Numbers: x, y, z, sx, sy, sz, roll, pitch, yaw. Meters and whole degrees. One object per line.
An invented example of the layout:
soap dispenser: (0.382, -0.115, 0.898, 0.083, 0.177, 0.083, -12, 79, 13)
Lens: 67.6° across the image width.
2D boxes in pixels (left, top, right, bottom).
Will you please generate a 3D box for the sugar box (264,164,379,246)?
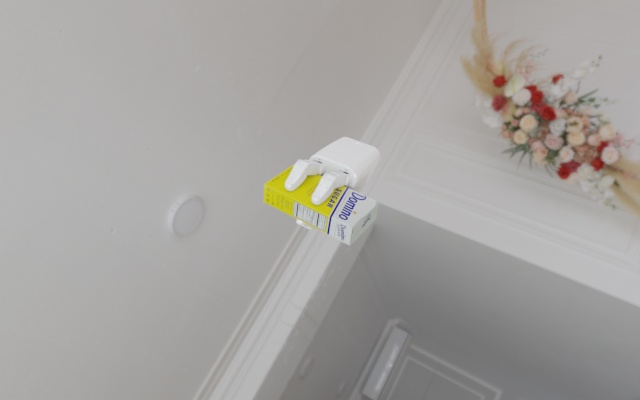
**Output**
sugar box: (0.000, 0.002, 0.806, 0.176, 0.048, 0.093, 23, 39, 24)
